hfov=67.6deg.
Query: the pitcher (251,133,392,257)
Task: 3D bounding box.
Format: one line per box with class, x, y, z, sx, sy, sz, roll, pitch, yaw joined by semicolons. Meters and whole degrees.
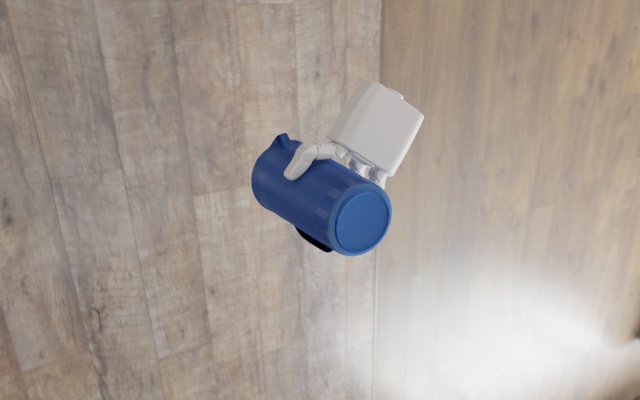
pitcher;0.000;0.002;0.745;0.149;0.145;0.242;30;1;-36
